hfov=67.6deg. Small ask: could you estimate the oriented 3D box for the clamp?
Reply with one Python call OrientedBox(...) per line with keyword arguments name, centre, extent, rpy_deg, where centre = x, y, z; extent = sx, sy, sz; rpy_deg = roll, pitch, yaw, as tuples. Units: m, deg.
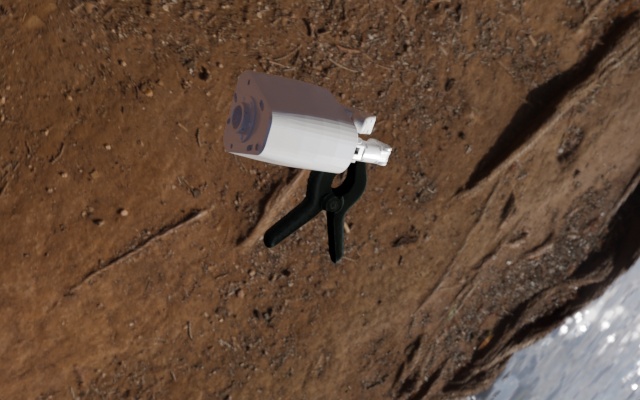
OrientedBox(name="clamp", centre=(0.001, 0.002, 0.604), extent=(0.120, 0.171, 0.039), rpy_deg=(5, 21, -35))
